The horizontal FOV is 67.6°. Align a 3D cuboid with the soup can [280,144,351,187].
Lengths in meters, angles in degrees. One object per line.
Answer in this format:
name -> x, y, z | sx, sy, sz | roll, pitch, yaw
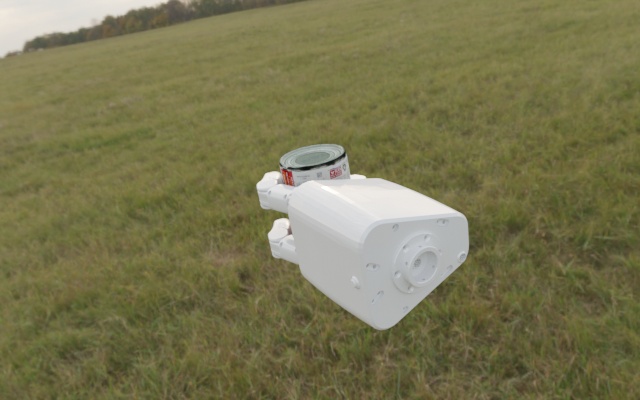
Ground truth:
soup can -> 0.000, 0.001, 0.484 | 0.068, 0.102, 0.068 | -9, 23, 4
